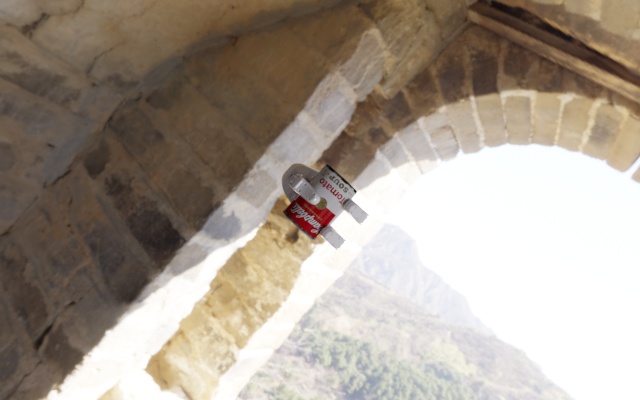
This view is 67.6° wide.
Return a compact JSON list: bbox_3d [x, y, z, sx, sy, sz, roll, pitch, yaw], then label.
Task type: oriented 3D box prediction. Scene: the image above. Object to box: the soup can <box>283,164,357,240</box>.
[{"bbox_3d":[0.000,0.002,0.746,0.068,0.102,0.068,43,2,-2],"label":"soup can"}]
